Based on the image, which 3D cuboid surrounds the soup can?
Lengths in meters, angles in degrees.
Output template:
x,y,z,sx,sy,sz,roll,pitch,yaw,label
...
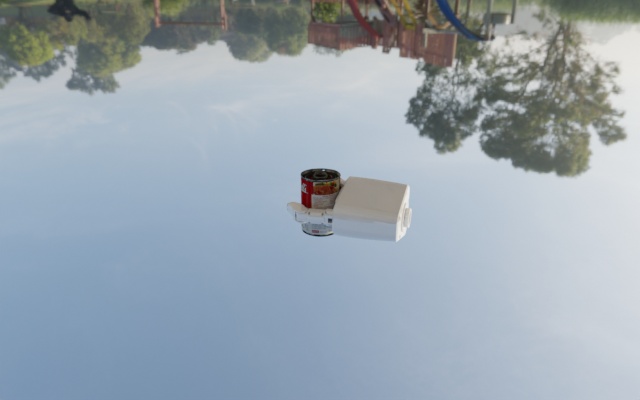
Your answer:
x,y,z,sx,sy,sz,roll,pitch,yaw,label
0.000,0.003,0.819,0.068,0.102,0.068,0,21,0,soup can
